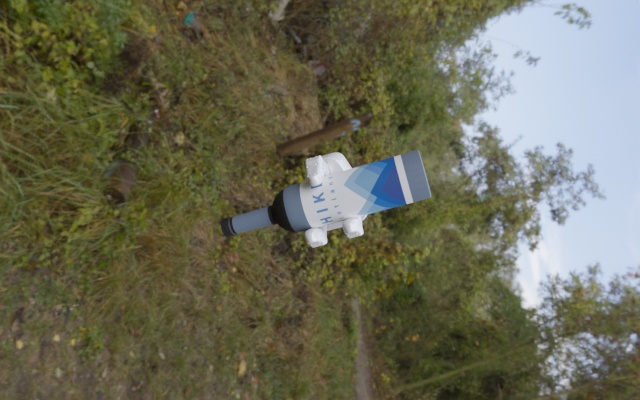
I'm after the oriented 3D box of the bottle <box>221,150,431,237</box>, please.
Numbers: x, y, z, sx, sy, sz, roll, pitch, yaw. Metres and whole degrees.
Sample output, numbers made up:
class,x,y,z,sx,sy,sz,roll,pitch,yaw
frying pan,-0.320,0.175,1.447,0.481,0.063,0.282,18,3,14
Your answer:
class,x,y,z,sx,sy,sz,roll,pitch,yaw
bottle,0.000,0.002,0.667,0.296,0.069,0.069,-15,-3,11
